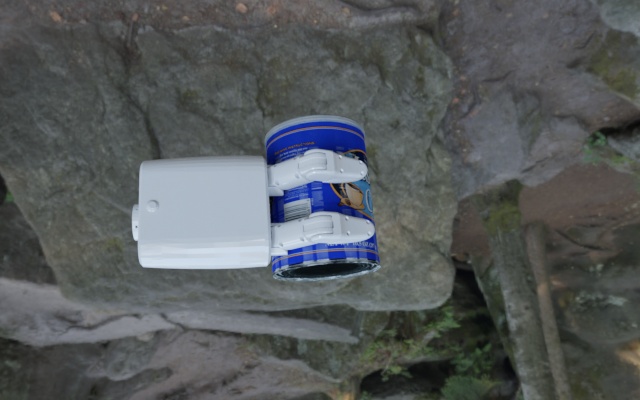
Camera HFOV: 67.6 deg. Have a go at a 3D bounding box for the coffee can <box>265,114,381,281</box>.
[{"bbox_3d":[0.000,0.001,0.470,0.103,0.140,0.103,-5,-17,-1],"label":"coffee can"}]
